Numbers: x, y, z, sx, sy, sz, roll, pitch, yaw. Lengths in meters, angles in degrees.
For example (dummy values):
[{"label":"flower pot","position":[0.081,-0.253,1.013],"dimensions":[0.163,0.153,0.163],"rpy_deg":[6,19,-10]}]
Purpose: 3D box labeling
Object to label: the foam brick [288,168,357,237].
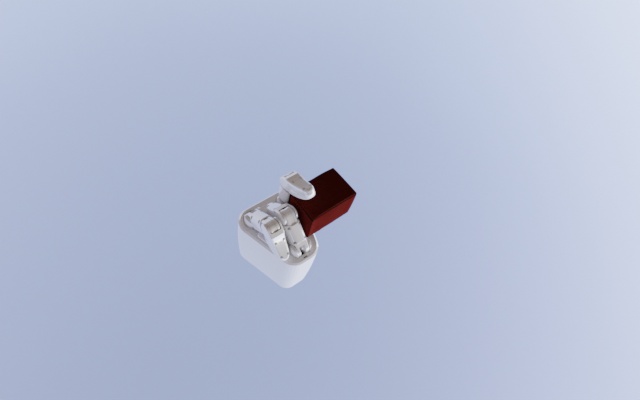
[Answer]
[{"label":"foam brick","position":[0.000,0.002,0.658],"dimensions":[0.078,0.053,0.051],"rpy_deg":[-30,-21,-25]}]
